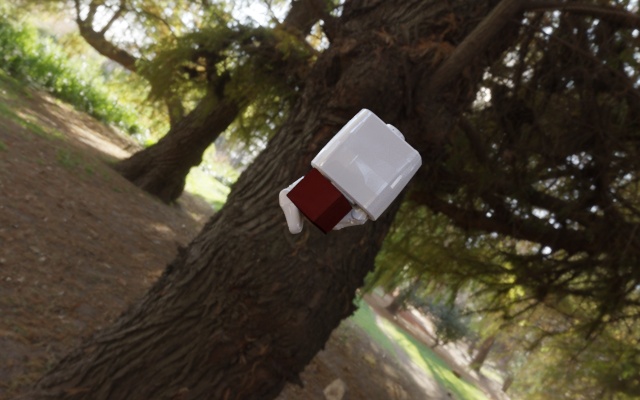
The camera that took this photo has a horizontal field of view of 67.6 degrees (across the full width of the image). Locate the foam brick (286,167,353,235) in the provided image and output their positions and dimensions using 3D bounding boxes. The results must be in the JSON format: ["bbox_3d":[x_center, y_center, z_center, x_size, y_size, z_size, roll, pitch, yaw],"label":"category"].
[{"bbox_3d":[0.000,0.002,0.605,0.053,0.051,0.078,46,-1,19],"label":"foam brick"}]
